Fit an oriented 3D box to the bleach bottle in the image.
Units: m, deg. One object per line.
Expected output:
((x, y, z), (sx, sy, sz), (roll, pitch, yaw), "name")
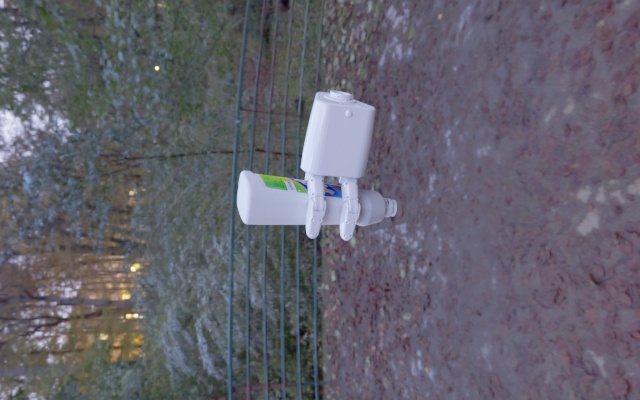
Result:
((0.000, 0.003, 0.761), (0.251, 0.068, 0.102), (3, 20, -19), "bleach bottle")
